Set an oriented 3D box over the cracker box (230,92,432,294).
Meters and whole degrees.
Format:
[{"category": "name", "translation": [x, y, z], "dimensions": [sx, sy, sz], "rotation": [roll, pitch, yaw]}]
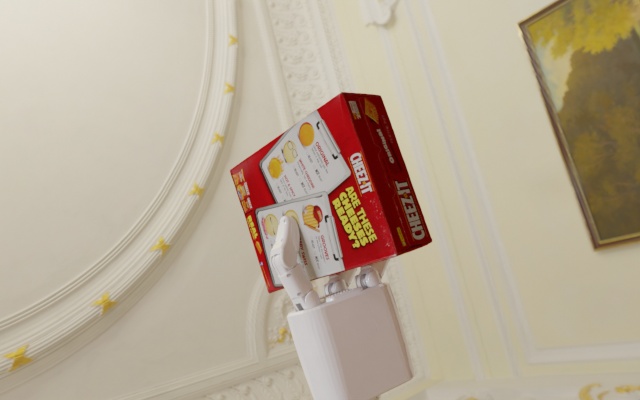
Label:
[{"category": "cracker box", "translation": [0.000, 0.002, 0.534], "dimensions": [0.072, 0.164, 0.214], "rotation": [-12, -10, -44]}]
